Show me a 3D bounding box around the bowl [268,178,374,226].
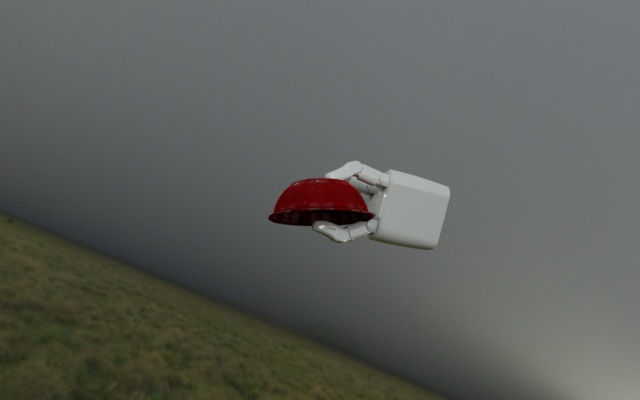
[{"bbox_3d":[-0.001,0.002,0.733,0.162,0.055,0.162,-1,-11,0],"label":"bowl"}]
